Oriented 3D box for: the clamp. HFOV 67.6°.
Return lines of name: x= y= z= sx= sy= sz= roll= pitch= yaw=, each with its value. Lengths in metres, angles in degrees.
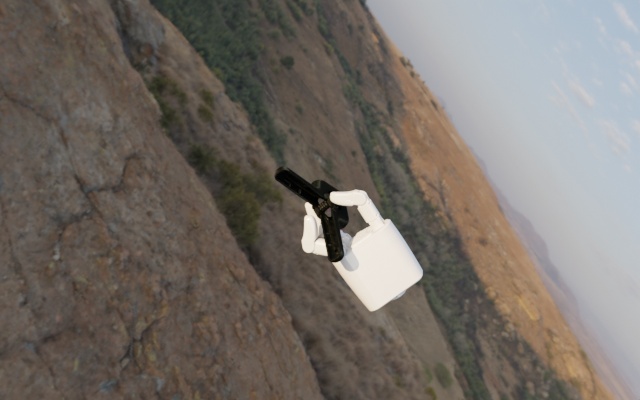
clamp: x=0.001 y=0.002 z=0.788 sx=0.036 sy=0.164 sz=0.210 roll=-33 pitch=4 yaw=17
